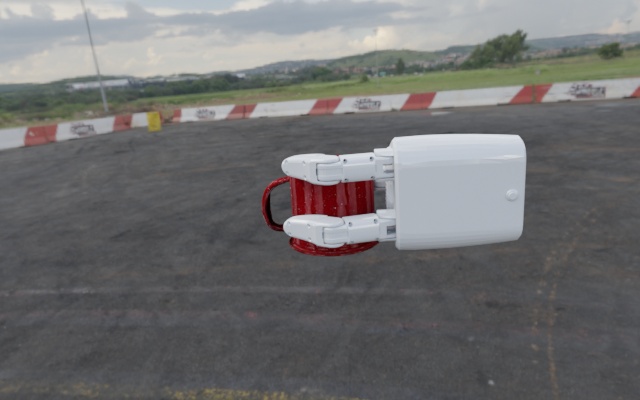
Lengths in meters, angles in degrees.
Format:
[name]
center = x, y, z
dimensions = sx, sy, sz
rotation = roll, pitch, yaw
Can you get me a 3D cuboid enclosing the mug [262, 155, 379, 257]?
[mug]
center = -0.001, 0.001, 0.474
dimensions = 0.117, 0.081, 0.093
rotation = -3, 15, 4
